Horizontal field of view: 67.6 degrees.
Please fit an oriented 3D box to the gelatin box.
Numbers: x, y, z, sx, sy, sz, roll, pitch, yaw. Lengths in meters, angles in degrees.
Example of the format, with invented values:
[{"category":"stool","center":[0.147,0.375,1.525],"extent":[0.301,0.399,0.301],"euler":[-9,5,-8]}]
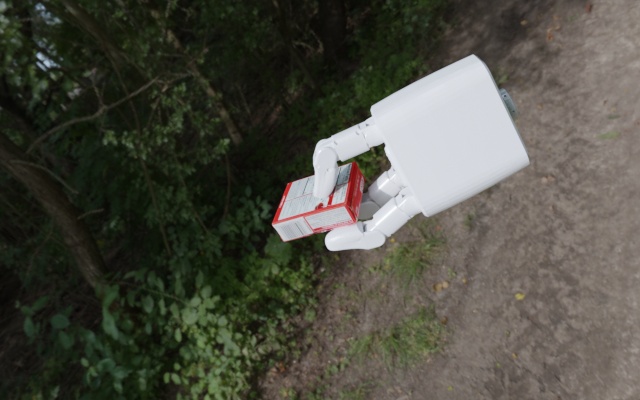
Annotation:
[{"category":"gelatin box","center":[0.000,0.001,0.507],"extent":[0.089,0.030,0.073],"euler":[-16,33,24]}]
